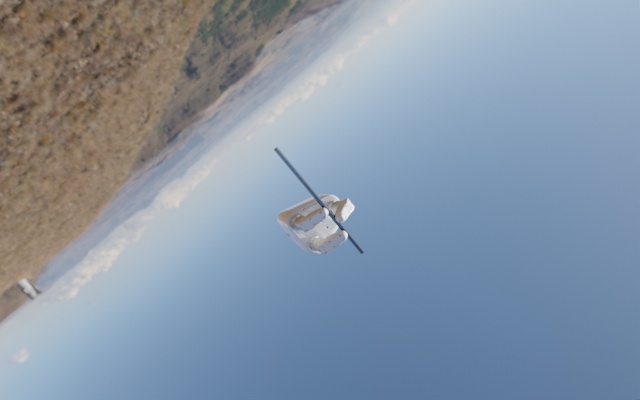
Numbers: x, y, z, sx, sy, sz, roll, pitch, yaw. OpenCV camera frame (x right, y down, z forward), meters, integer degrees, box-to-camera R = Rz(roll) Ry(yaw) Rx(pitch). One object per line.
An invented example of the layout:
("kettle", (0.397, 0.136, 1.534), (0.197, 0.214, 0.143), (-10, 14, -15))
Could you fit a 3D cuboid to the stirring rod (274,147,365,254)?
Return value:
("stirring rod", (0.000, 0.003, 0.826), (0.011, 0.239, 0.011), (-38, 13, 10))
